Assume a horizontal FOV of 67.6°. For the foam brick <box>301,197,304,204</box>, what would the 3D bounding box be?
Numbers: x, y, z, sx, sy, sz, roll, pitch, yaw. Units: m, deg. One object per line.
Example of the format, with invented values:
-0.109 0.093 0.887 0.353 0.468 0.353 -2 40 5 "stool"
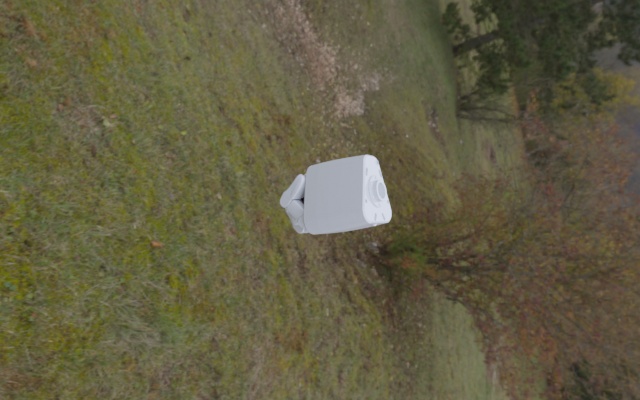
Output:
0.000 0.003 0.825 0.051 0.053 0.078 -12 -8 33 "foam brick"
